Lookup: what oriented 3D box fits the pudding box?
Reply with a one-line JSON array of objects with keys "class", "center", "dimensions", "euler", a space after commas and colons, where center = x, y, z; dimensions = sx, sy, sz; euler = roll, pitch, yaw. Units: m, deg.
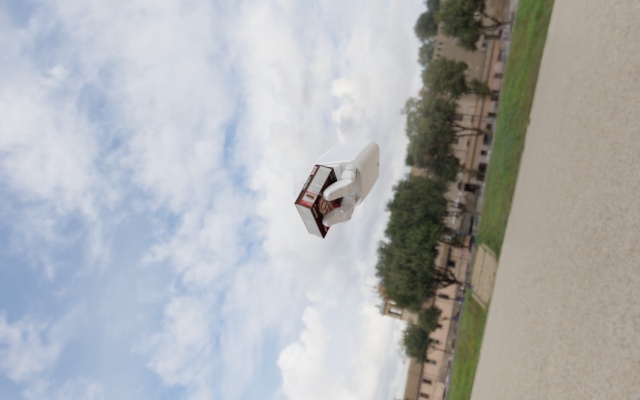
[{"class": "pudding box", "center": [0.000, 0.003, 0.850], "dimensions": [0.039, 0.090, 0.114], "euler": [15, -26, 25]}]
